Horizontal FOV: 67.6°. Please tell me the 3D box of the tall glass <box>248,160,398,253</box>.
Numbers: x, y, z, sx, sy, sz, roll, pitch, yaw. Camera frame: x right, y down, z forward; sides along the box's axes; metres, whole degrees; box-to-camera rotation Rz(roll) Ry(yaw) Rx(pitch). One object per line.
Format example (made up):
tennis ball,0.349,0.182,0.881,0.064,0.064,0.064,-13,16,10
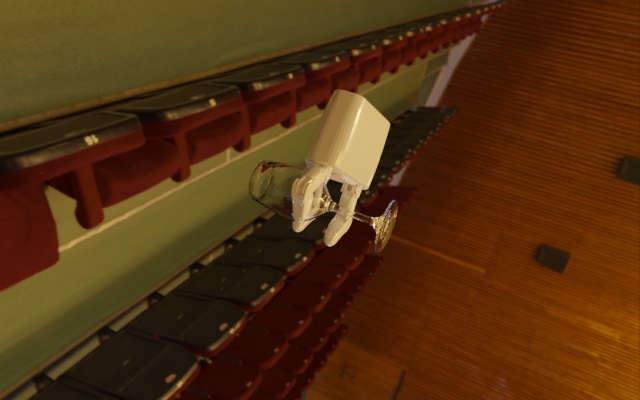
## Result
tall glass,0.001,0.003,0.660,0.201,0.079,0.079,20,7,21
